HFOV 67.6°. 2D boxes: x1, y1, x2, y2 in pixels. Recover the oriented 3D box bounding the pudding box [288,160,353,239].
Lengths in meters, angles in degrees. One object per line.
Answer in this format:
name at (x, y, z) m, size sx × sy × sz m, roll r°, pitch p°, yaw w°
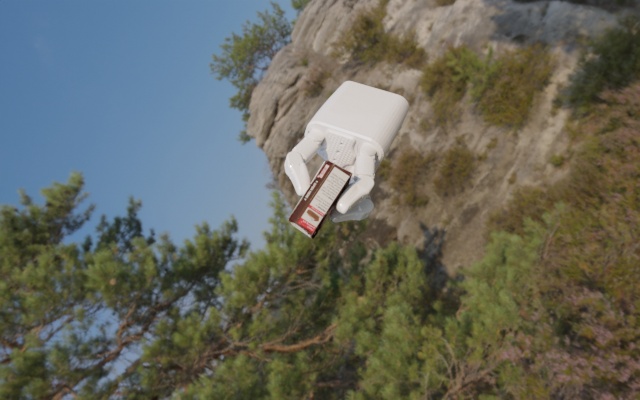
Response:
pudding box at (0.000, 0.002, 0.608) m, size 0.039 × 0.090 × 0.113 m, roll 32°, pitch -5°, yaw 6°
